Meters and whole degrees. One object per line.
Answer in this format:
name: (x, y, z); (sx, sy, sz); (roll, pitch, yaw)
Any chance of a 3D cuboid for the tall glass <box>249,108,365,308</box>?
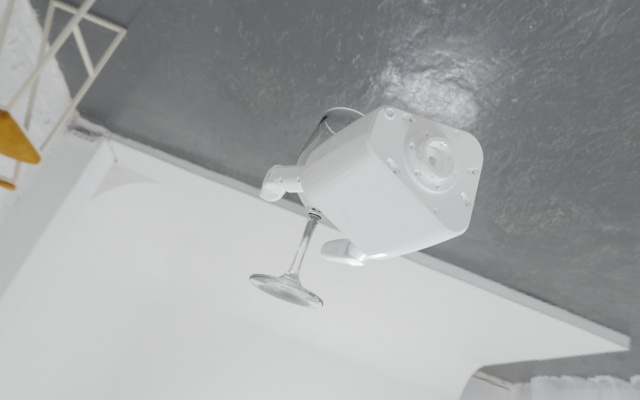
tall glass: (0.000, 0.002, 0.488); (0.079, 0.201, 0.079); (17, -25, 8)
